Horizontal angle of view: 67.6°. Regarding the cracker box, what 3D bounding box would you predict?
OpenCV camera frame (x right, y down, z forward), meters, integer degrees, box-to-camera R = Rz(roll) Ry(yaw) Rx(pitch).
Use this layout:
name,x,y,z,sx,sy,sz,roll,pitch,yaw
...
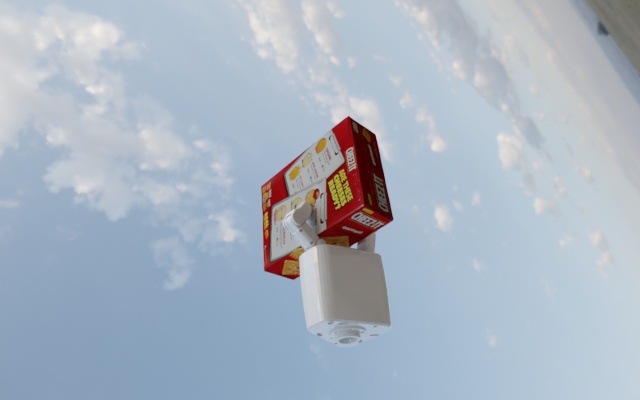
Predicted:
name,x,y,z,sx,sy,sz,roll,pitch,yaw
cracker box,0.000,0.002,0.726,0.072,0.164,0.214,25,-45,-37
